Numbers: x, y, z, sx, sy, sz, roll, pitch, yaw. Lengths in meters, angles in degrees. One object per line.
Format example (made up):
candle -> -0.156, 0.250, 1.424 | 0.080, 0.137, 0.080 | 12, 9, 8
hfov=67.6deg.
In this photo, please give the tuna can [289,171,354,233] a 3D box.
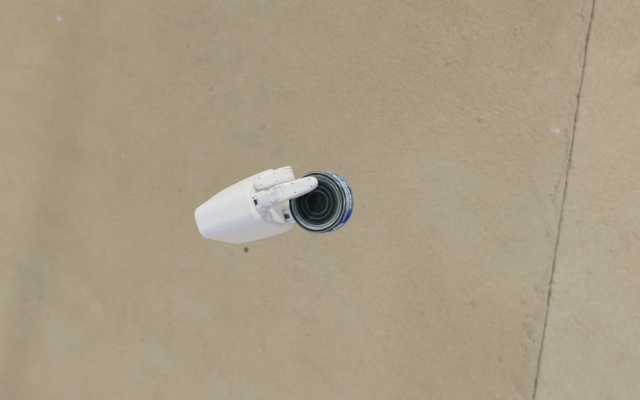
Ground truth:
tuna can -> 0.000, 0.002, 0.655 | 0.086, 0.086, 0.034 | 0, 2, 22
